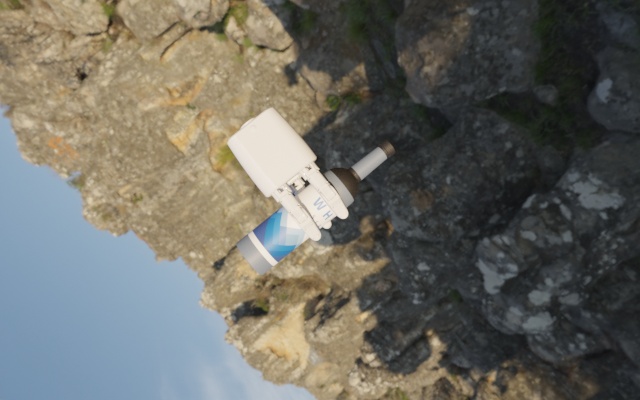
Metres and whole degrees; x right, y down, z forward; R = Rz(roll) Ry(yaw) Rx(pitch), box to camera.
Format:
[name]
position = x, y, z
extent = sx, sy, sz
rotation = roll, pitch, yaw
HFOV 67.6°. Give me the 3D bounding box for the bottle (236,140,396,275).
[bottle]
position = 0.000, 0.003, 0.775
extent = 0.295, 0.069, 0.069
rotation = -39, 3, -3
